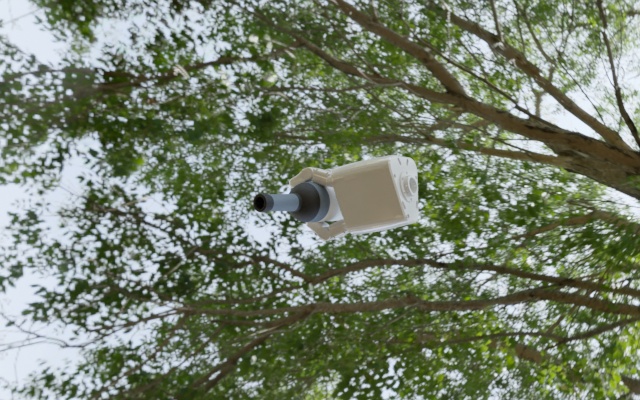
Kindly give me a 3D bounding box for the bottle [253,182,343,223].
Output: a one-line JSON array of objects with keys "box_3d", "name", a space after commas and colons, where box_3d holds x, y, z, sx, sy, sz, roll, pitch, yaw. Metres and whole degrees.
[{"box_3d": [0.000, 0.003, 0.809, 0.069, 0.069, 0.296, 0, 0, 37], "name": "bottle"}]
